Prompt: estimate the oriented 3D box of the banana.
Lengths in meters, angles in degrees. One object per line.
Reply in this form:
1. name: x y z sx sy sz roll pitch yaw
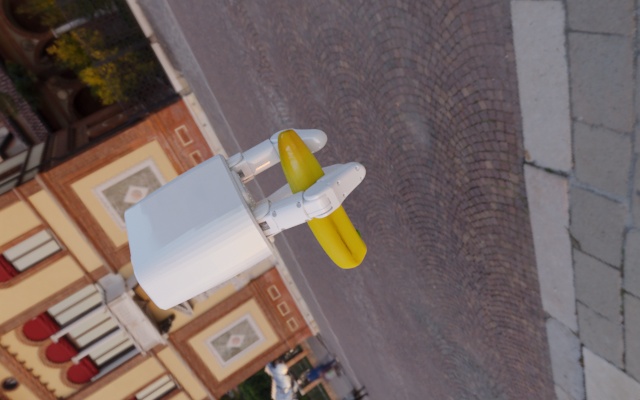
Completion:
1. banana: 0.007 0.016 0.457 0.037 0.069 0.198 -28 -39 4
